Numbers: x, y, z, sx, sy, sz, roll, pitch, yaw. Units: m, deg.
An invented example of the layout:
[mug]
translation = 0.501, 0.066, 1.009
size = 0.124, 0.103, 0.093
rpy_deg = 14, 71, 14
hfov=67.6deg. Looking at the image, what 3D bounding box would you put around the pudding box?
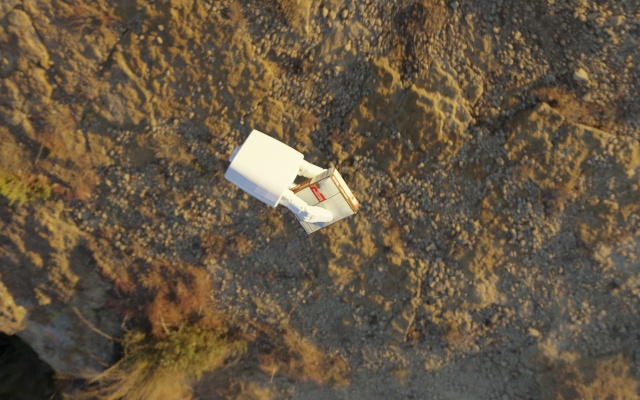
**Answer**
[pudding box]
translation = 0.000, 0.003, 0.880
size = 0.113, 0.090, 0.039
rpy_deg = -25, 21, 27
